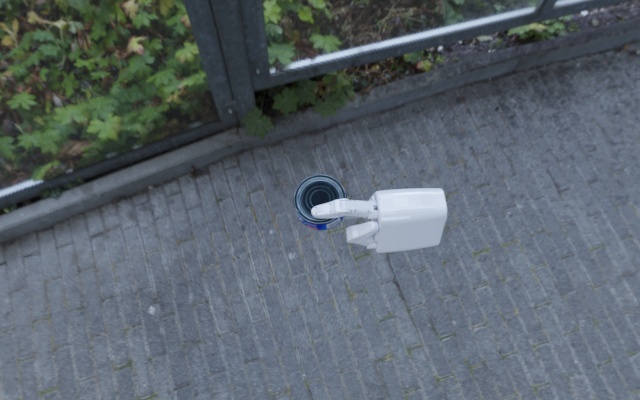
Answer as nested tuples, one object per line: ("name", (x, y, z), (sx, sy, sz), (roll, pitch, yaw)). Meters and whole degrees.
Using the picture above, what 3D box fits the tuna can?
("tuna can", (0.000, 0.002, 0.761), (0.086, 0.086, 0.034), (0, -19, 4))
